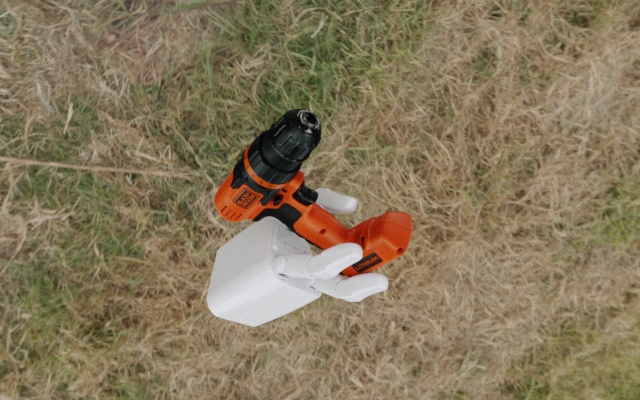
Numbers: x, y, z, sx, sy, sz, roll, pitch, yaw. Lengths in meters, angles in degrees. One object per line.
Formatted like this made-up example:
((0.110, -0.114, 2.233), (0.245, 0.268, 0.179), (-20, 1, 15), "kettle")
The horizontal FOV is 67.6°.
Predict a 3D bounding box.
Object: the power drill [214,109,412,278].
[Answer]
((0.000, 0.002, 0.490), (0.188, 0.057, 0.184), (32, -37, -16), "power drill")
